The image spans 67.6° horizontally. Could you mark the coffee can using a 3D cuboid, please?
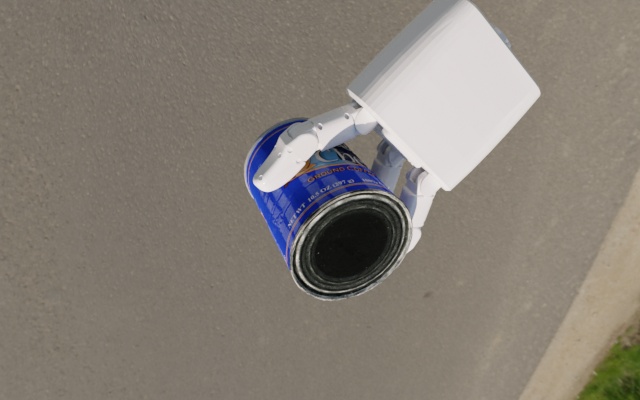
[{"bbox_3d":[0.000,0.001,0.415,0.103,0.103,0.140,0,31,-25],"label":"coffee can"}]
